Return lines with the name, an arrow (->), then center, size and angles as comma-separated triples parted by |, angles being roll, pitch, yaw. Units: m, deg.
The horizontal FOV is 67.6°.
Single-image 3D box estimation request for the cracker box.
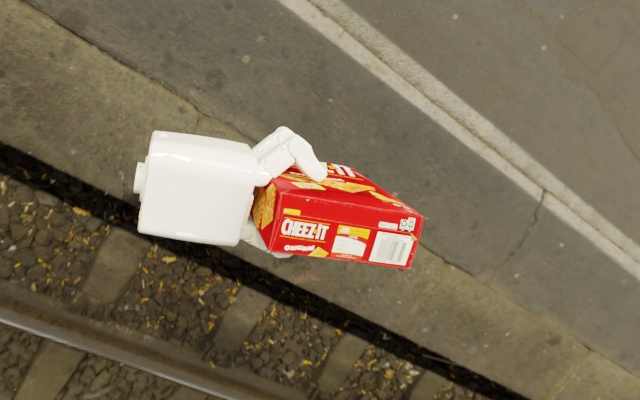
cracker box -> 0.000, 0.002, 0.578 | 0.164, 0.072, 0.213 | 9, 14, -20
